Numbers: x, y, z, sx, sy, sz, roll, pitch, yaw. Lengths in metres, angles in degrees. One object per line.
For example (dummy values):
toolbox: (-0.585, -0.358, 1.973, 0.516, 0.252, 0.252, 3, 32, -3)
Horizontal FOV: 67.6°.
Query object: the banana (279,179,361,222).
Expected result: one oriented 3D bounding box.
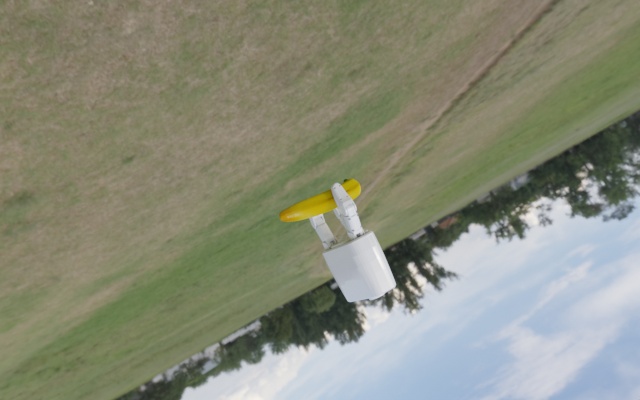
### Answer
banana: (0.015, -0.002, 0.860, 0.069, 0.037, 0.197, -15, 8, 46)
